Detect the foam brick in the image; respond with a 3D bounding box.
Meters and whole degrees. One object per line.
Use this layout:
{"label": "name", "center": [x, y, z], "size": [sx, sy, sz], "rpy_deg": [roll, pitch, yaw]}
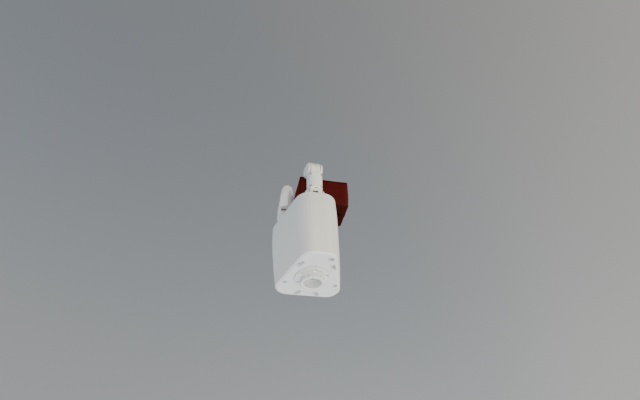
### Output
{"label": "foam brick", "center": [0.000, 0.002, 0.751], "size": [0.078, 0.051, 0.053], "rpy_deg": [7, -43, -12]}
